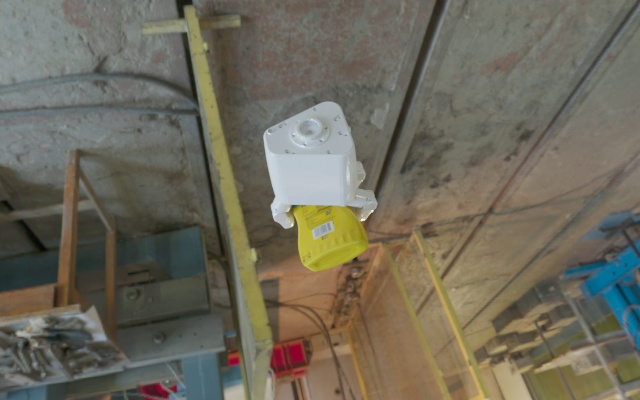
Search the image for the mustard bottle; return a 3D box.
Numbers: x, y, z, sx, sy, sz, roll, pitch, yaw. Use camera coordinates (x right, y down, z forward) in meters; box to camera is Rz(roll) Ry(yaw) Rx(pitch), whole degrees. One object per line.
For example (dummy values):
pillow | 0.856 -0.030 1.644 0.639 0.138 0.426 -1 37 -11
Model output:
mustard bottle | 0.000 0.003 0.713 0.096 0.191 0.058 -27 -34 16
